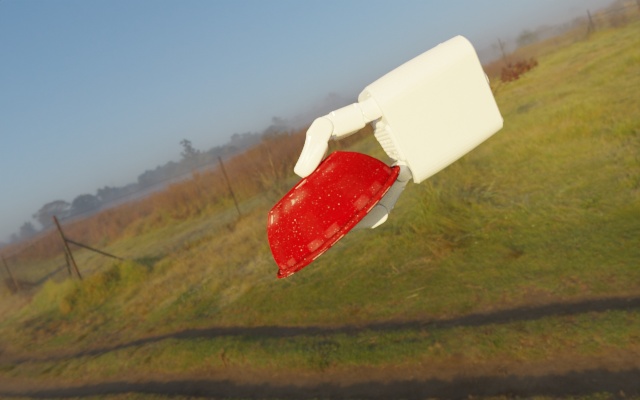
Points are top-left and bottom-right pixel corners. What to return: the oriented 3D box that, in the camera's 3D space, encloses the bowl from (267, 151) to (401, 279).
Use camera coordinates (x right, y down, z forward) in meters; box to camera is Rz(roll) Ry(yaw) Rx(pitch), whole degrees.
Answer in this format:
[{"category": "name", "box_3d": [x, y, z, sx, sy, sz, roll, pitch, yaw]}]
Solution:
[{"category": "bowl", "box_3d": [-0.001, 0.002, 0.469, 0.162, 0.055, 0.162, -42, 5, 5]}]
